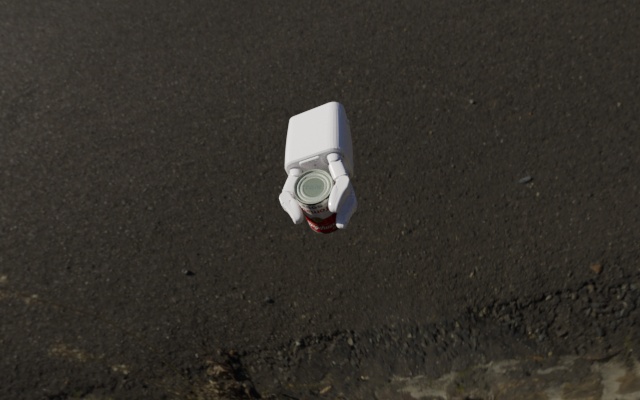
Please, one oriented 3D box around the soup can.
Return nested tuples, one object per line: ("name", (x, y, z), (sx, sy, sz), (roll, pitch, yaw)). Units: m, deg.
("soup can", (0.000, 0.003, 0.787), (0.068, 0.068, 0.102), (0, -30, 15))
